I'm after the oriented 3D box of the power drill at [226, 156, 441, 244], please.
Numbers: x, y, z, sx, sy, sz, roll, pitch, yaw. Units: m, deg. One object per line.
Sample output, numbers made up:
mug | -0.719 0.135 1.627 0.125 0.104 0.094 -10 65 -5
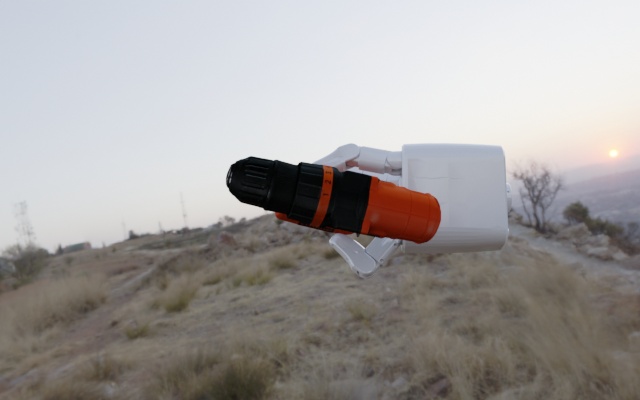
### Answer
power drill | 0.000 0.002 0.469 0.184 0.057 0.187 14 -2 -10
